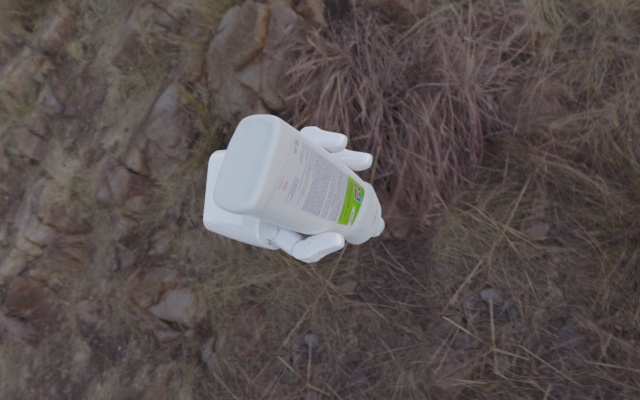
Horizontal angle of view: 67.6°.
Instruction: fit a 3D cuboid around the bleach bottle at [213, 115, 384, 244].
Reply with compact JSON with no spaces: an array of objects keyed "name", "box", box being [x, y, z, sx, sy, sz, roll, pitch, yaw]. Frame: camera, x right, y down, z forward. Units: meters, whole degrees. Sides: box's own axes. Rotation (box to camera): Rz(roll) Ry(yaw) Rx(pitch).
[{"name":"bleach bottle","box":[0.000,0.002,0.538,0.068,0.102,0.251,9,-14,38]}]
